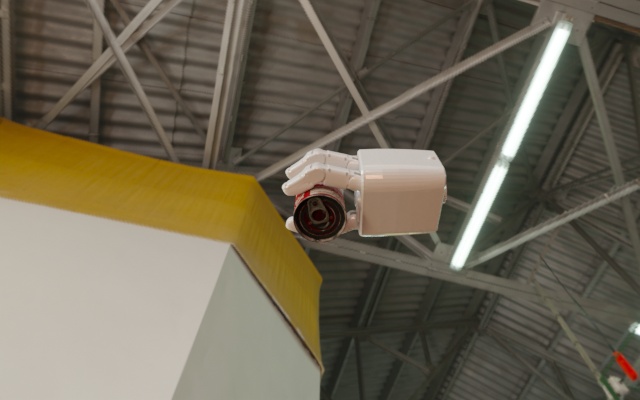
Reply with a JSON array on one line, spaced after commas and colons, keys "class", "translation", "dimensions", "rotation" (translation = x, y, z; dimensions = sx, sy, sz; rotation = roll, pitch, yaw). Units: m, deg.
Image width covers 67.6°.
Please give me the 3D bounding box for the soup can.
[{"class": "soup can", "translation": [0.000, 0.002, 0.643], "dimensions": [0.068, 0.068, 0.102], "rotation": [0, 25, 1]}]
